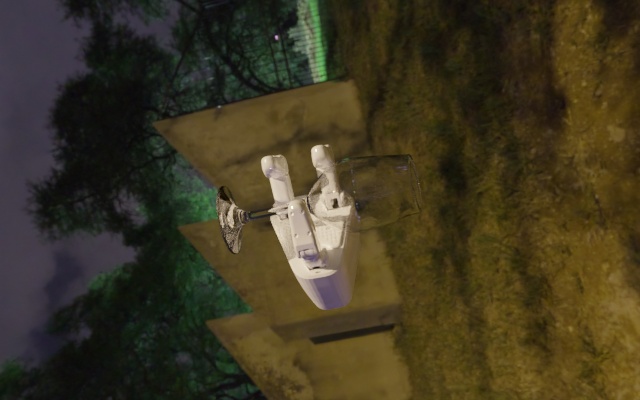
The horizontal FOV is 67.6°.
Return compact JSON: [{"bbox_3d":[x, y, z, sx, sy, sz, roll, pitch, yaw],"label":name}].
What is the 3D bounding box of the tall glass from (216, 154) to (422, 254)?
[{"bbox_3d":[-0.001,0.002,0.499,0.201,0.079,0.079,-11,-1,6],"label":"tall glass"}]
